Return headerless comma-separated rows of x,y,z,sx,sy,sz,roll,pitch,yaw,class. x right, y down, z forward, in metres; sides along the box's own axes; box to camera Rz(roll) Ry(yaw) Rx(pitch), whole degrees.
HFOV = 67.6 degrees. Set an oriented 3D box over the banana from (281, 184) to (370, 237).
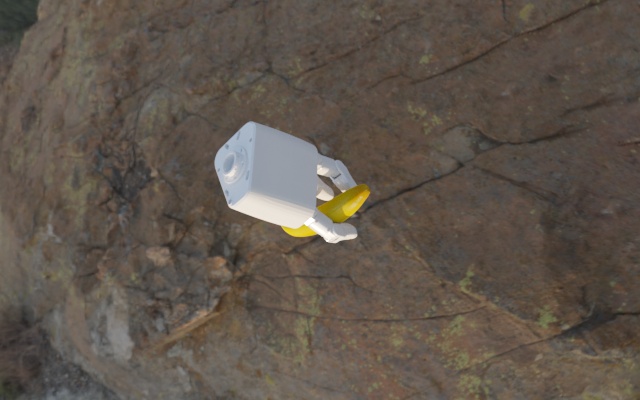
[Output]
-0.007,0.020,0.708,0.037,0.069,0.198,29,-25,-31,banana
